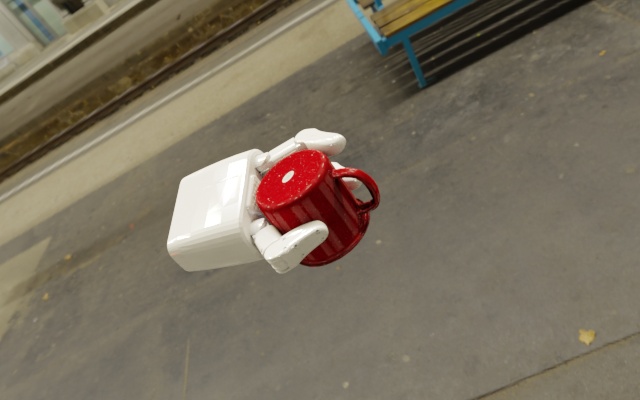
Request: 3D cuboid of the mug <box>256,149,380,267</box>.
[{"bbox_3d":[0.001,0.001,0.466,0.117,0.093,0.081,-16,-52,27],"label":"mug"}]
